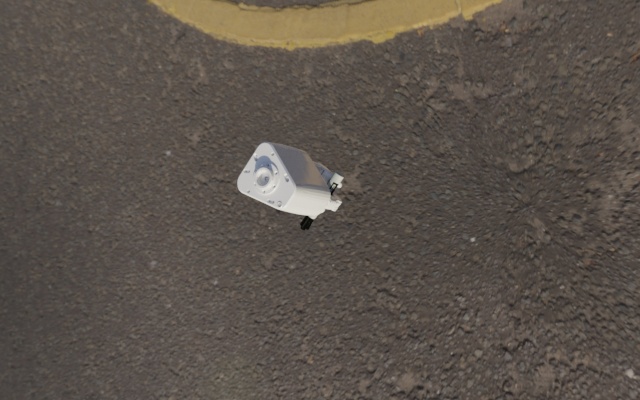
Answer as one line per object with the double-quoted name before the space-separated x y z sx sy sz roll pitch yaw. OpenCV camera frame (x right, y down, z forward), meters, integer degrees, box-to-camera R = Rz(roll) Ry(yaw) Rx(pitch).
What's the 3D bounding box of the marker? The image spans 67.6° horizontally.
"marker" 0.000 0.003 0.844 0.020 0.121 0.020 32 14 -9
